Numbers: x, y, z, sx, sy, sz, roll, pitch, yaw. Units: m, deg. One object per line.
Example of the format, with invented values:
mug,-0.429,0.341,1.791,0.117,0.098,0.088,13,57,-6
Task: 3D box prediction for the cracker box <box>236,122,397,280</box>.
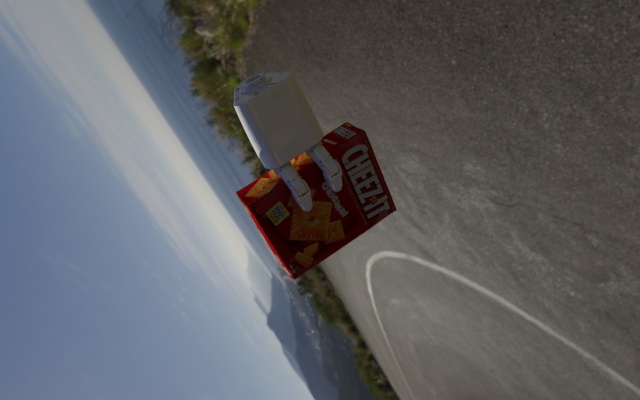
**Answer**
cracker box,0.000,0.003,0.764,0.213,0.164,0.072,-33,32,-10
